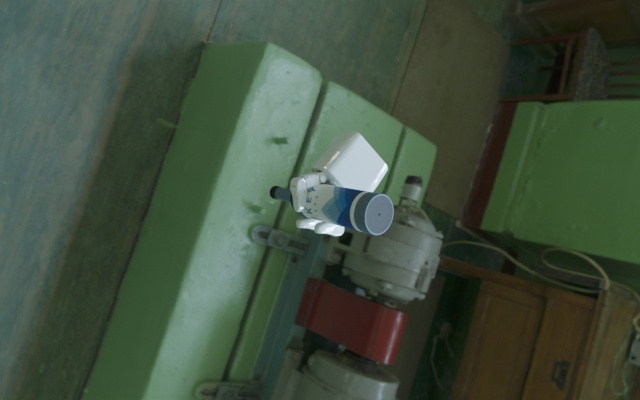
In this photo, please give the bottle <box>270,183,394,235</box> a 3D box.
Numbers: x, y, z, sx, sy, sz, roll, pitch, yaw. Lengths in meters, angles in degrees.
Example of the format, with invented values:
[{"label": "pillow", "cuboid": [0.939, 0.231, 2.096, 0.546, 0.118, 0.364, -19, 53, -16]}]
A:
[{"label": "bottle", "cuboid": [0.000, 0.003, 0.865, 0.069, 0.069, 0.295, 0, 8, -40]}]
